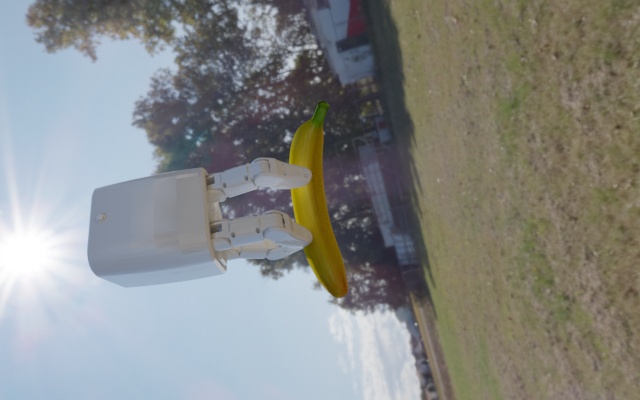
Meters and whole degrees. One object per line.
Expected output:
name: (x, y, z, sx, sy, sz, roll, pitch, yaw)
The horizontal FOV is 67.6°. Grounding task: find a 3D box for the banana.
banana: (-0.006, 0.002, 0.494, 0.037, 0.197, 0.069, -4, -11, -19)
